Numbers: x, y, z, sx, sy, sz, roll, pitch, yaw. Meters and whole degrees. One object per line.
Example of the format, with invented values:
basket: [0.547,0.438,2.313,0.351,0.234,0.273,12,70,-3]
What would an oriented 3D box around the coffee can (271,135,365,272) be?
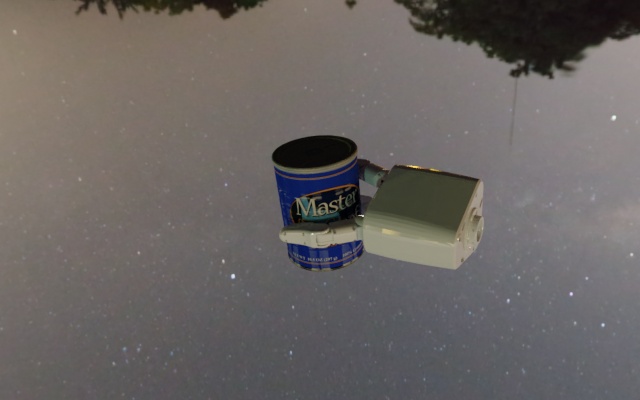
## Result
coffee can: [0.000,0.002,0.597,0.103,0.140,0.102,-5,28,3]
